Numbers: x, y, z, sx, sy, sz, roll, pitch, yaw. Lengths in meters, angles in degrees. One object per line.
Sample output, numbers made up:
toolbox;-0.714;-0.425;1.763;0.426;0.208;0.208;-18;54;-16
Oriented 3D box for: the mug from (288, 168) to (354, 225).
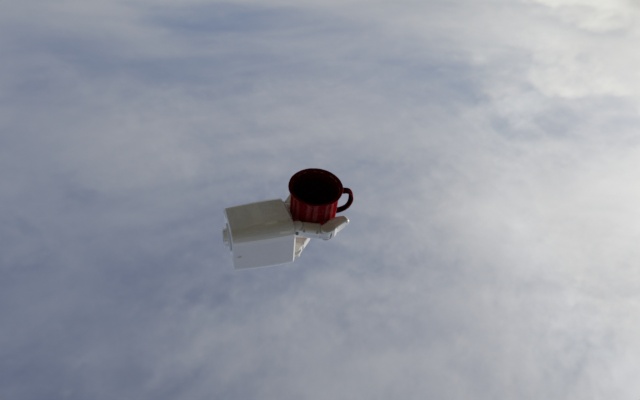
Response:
mug;0.001;0.003;0.835;0.117;0.093;0.082;-7;-43;-14
